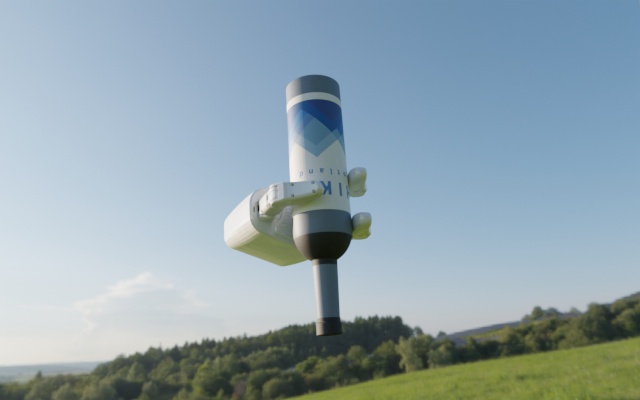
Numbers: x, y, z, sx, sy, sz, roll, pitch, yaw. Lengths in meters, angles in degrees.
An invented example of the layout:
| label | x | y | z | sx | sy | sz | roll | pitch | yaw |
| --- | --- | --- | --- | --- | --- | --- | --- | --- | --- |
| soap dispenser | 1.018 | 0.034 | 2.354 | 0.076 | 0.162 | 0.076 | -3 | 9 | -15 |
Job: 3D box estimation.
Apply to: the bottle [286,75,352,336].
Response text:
| label | x | y | z | sx | sy | sz | roll | pitch | yaw |
| --- | --- | --- | --- | --- | --- | --- | --- | --- | --- |
| bottle | 0.000 | 0.002 | 0.546 | 0.069 | 0.295 | 0.069 | -4 | -18 | -1 |
